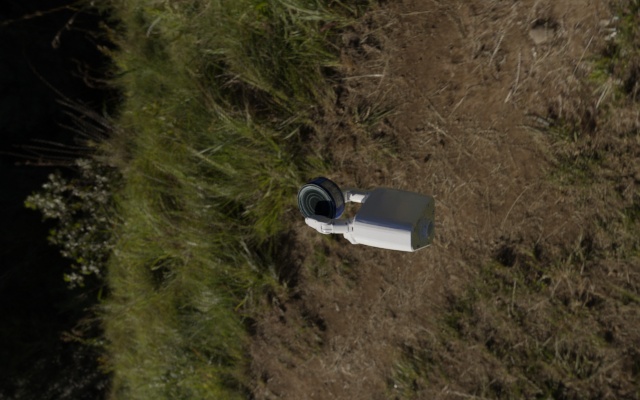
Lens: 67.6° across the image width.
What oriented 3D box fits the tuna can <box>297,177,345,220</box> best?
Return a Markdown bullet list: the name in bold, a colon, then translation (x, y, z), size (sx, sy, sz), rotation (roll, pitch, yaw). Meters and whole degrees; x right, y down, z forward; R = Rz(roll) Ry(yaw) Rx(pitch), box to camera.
- **tuna can**: translation (0.000, 0.003, 0.866), size (0.086, 0.086, 0.033), rotation (0, 22, 39)
